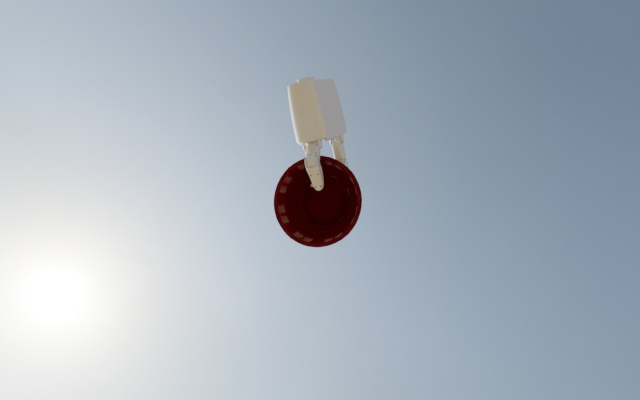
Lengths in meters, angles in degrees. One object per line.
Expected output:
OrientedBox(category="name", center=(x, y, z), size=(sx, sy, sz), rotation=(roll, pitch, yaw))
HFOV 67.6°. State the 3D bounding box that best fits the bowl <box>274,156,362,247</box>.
OrientedBox(category="bowl", center=(0.000, 0.004, 0.862), size=(0.162, 0.162, 0.055), rotation=(0, -3, 16))
